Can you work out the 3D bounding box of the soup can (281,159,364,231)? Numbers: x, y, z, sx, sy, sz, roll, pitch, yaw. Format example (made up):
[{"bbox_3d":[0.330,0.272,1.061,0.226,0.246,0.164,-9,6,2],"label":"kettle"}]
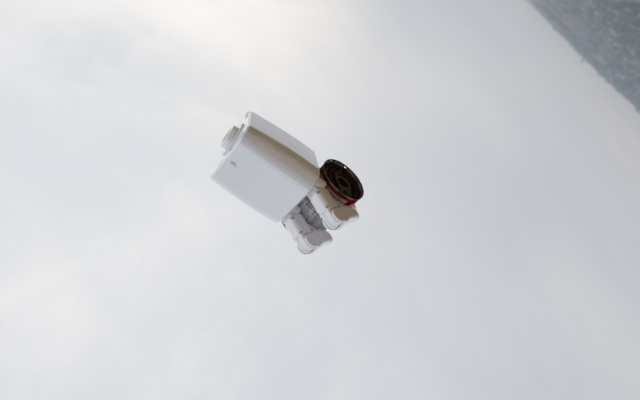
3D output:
[{"bbox_3d":[0.000,0.002,0.646,0.068,0.068,0.102,0,-37,-50],"label":"soup can"}]
